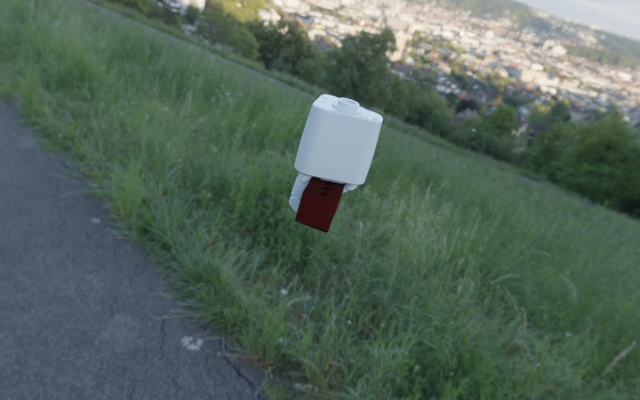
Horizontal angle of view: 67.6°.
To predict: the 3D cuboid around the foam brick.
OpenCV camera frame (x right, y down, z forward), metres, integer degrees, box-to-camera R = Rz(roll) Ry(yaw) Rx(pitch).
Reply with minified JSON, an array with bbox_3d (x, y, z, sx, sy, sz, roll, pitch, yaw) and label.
[{"bbox_3d":[0.000,0.003,0.716,0.053,0.051,0.078,19,26,3],"label":"foam brick"}]
